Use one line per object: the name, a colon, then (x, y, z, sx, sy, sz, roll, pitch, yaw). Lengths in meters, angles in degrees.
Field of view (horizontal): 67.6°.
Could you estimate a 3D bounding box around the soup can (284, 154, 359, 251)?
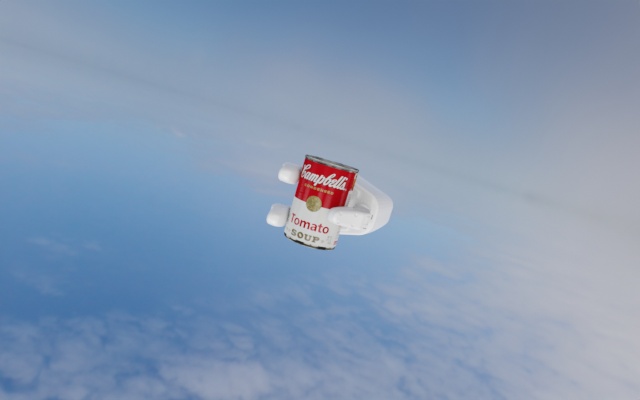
soup can: (0.000, 0.002, 0.582, 0.068, 0.102, 0.068, 16, 8, -2)
